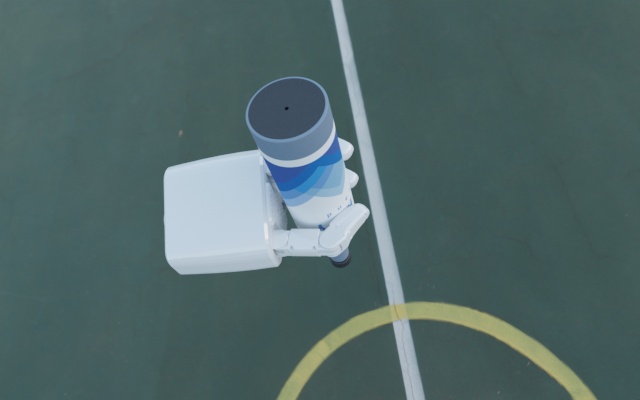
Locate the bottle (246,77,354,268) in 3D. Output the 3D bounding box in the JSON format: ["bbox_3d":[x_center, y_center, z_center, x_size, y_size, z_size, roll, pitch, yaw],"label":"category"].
[{"bbox_3d":[0.000,0.001,0.495,0.069,0.069,0.296,0,-30,12],"label":"bottle"}]
